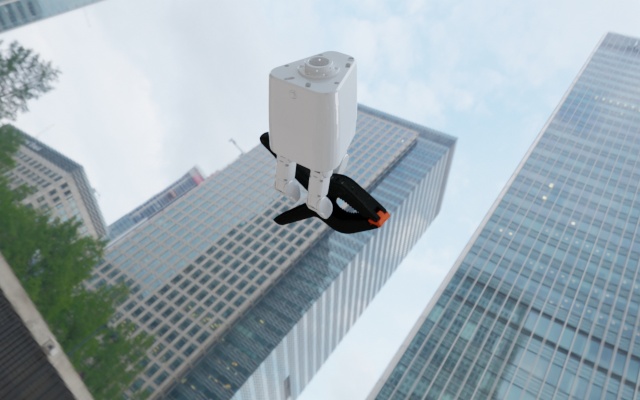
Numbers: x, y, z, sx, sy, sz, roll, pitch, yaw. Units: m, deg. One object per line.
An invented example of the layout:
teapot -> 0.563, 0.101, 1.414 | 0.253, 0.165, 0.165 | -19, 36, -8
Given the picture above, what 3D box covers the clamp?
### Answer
clamp -> 0.001, 0.002, 0.691 | 0.210, 0.165, 0.036 | 25, 47, 25
